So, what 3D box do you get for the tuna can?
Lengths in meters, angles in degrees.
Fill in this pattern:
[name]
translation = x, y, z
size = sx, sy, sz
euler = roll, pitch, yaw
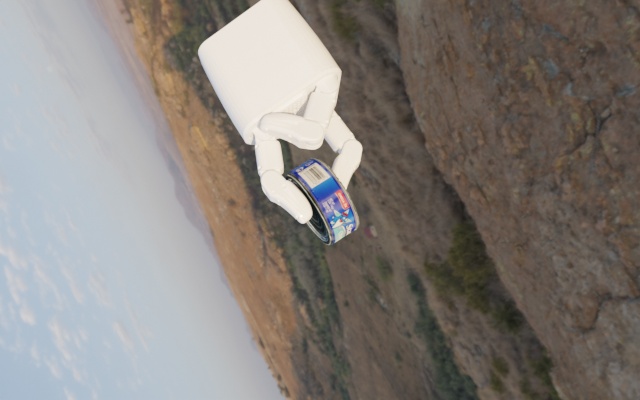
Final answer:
[tuna can]
translation = 0.000, 0.002, 0.481
size = 0.033, 0.086, 0.086
euler = -32, 9, -15
